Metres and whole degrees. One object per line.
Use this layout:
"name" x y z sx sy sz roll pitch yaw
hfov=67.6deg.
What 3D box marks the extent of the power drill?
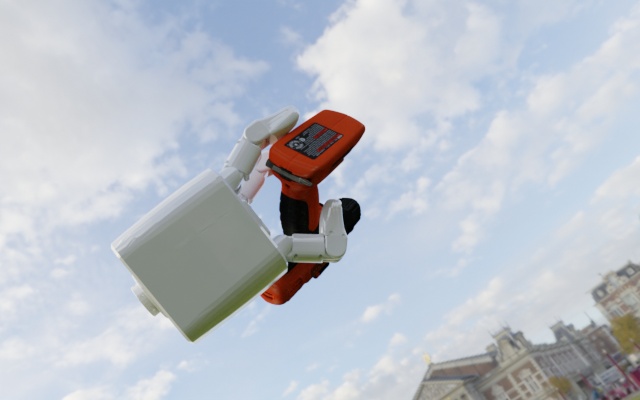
"power drill" 0.000 0.001 0.516 0.057 0.188 0.184 25 44 21
